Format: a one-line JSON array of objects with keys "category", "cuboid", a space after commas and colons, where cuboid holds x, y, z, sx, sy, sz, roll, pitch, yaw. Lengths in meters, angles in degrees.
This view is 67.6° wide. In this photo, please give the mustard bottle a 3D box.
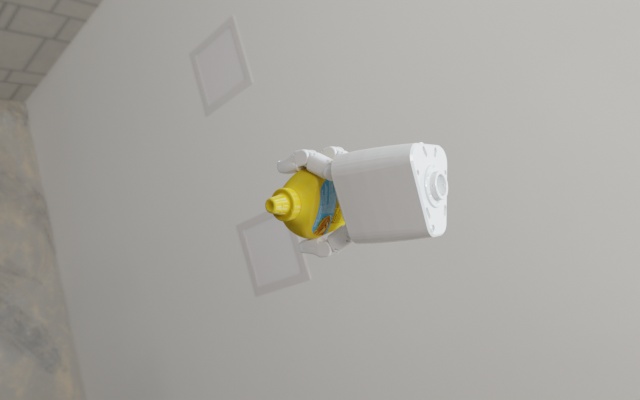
[{"category": "mustard bottle", "cuboid": [0.000, 0.002, 0.637, 0.058, 0.096, 0.191, 23, 17, 35]}]
